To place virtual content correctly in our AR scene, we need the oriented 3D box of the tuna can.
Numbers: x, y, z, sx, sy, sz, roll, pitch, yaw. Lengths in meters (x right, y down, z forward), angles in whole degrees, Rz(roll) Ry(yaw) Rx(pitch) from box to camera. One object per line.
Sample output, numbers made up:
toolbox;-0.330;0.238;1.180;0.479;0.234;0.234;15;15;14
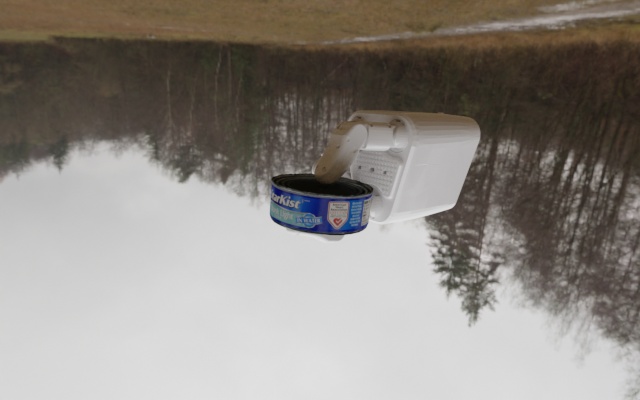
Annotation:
tuna can;0.000;0.002;0.403;0.086;0.034;0.086;6;13;-1
